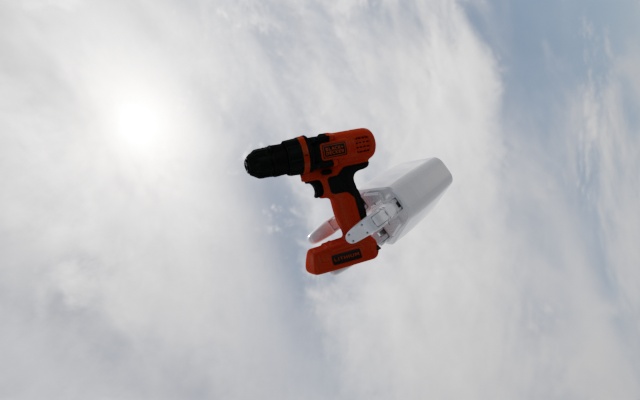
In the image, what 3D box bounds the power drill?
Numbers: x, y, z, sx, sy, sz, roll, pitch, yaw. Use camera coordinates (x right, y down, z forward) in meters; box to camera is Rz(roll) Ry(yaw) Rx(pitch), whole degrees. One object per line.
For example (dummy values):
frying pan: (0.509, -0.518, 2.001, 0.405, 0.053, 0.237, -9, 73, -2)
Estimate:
power drill: (0.000, 0.003, 0.656, 0.184, 0.188, 0.057, -13, 10, -14)
